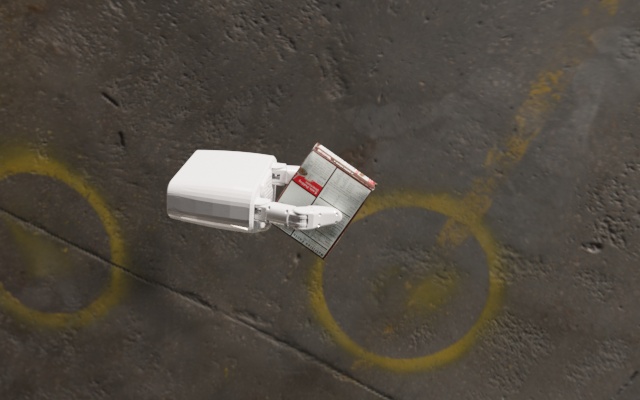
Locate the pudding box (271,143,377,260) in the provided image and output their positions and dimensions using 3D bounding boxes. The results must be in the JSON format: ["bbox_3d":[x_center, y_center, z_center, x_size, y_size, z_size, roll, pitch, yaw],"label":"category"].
[{"bbox_3d":[0.000,0.002,0.581,0.090,0.113,0.039,35,19,0],"label":"pudding box"}]
